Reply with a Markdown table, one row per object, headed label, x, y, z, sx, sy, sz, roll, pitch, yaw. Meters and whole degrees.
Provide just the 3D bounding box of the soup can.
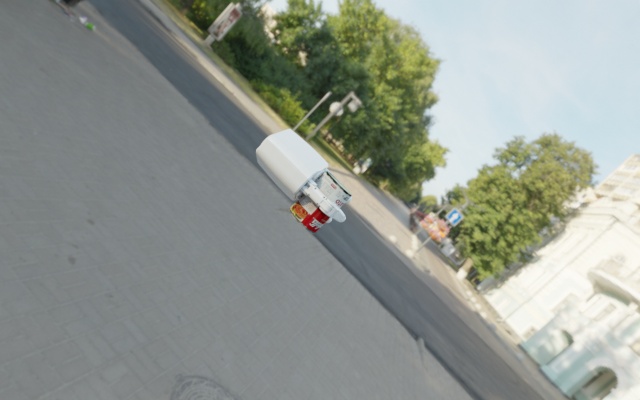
| label | x | y | z | sx | sy | sz | roll | pitch | yaw |
| --- | --- | --- | --- | --- | --- | --- | --- | --- | --- |
| soup can | 0.001 | 0.003 | 0.889 | 0.068 | 0.102 | 0.068 | 44 | 8 | -7 |
